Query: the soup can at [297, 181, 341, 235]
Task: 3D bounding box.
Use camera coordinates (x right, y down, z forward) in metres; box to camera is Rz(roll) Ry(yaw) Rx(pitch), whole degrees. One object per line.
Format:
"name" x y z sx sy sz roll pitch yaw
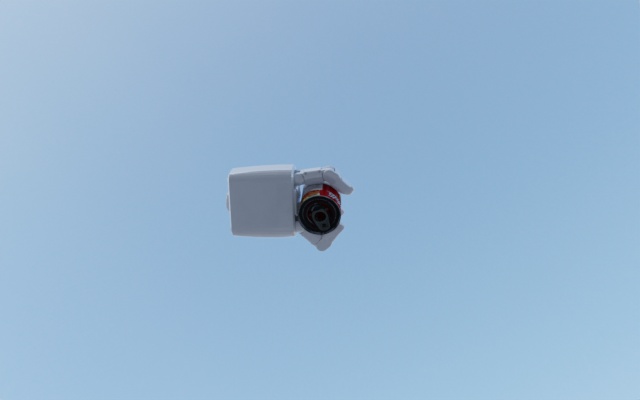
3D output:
"soup can" 0.001 0.002 0.780 0.068 0.068 0.102 0 25 3
